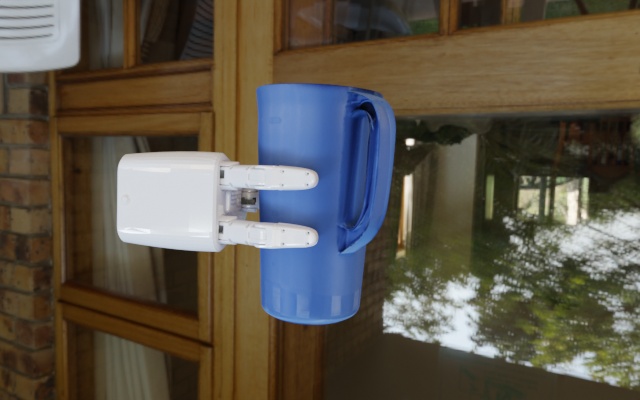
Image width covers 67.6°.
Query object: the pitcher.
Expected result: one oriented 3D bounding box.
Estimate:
[{"bbox_3d":[0.000,0.002,0.504,0.145,0.243,0.149,3,5,7],"label":"pitcher"}]
